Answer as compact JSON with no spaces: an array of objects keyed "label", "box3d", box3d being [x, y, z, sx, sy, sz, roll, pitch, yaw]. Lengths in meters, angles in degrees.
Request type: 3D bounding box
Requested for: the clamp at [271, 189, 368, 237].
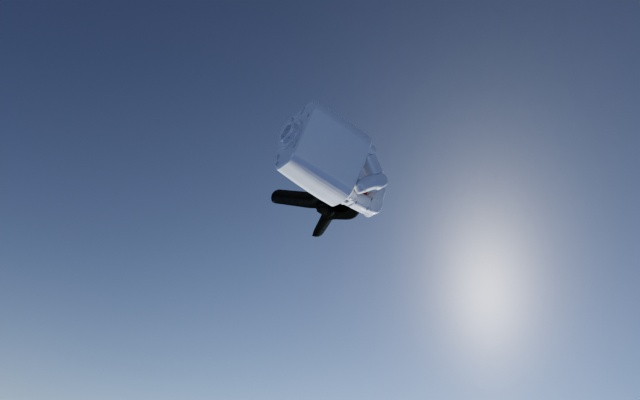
[{"label":"clamp","box3d":[0.000,0.003,0.777,0.120,0.039,0.171,31,-38,-25]}]
